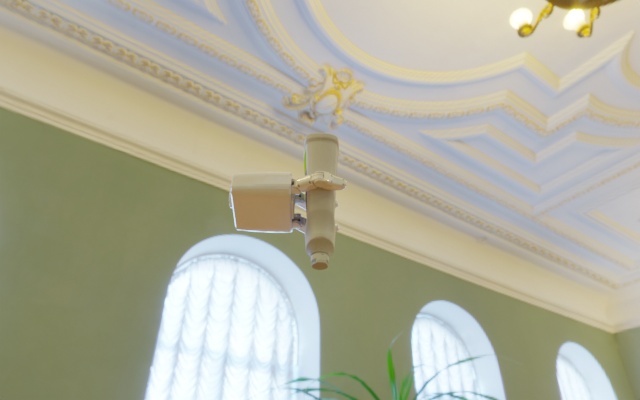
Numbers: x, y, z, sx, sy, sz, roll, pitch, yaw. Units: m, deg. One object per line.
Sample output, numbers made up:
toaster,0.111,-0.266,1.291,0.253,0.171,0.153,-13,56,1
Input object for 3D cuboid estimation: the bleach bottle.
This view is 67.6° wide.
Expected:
bleach bottle,0.000,0.003,0.867,0.068,0.250,0.103,1,-34,-1
